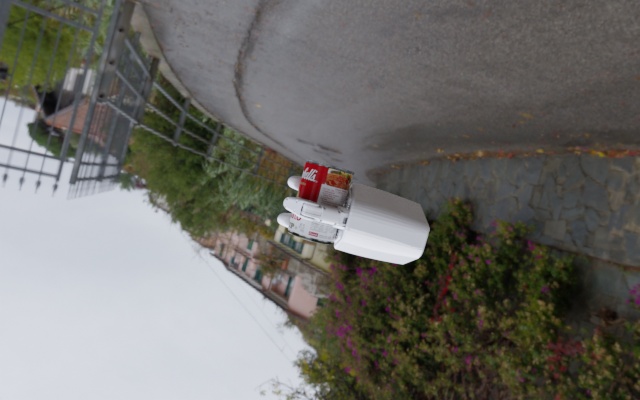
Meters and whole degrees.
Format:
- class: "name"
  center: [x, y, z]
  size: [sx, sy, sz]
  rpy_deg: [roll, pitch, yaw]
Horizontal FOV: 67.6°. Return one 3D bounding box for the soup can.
- class: "soup can"
  center: [0.000, 0.002, 0.648]
  size: [0.068, 0.102, 0.068]
  rpy_deg: [16, 3, -1]
